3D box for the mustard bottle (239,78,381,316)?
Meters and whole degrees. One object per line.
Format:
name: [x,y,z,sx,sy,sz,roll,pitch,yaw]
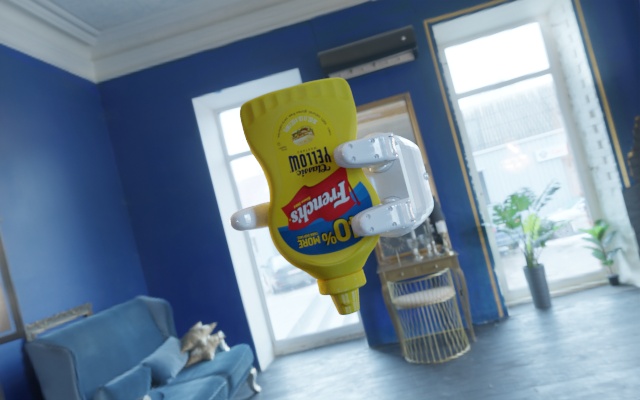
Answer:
mustard bottle: [0.000,0.001,0.403,0.096,0.191,0.058,-14,-1,-1]
